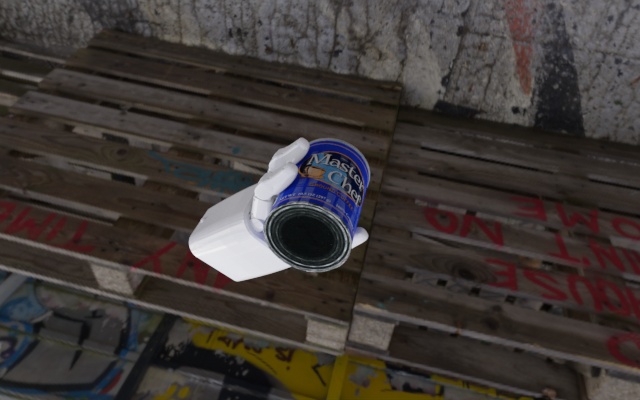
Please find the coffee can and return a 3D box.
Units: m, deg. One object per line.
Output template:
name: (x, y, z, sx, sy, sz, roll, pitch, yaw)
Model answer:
coffee can: (0.000, 0.002, 0.584, 0.103, 0.103, 0.140, 0, 36, 16)
